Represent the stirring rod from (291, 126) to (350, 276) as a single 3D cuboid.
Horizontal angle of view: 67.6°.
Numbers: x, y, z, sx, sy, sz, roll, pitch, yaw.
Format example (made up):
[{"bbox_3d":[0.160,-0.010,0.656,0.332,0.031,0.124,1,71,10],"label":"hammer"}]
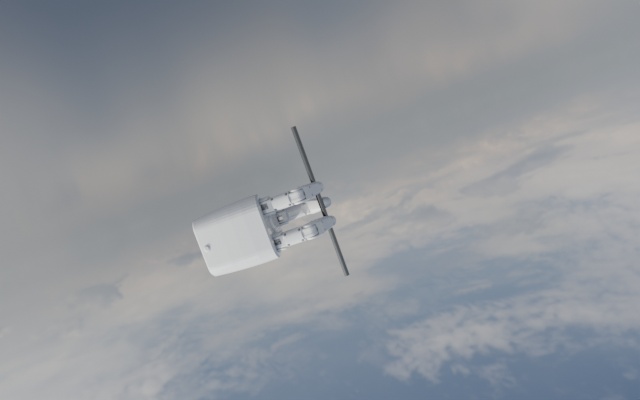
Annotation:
[{"bbox_3d":[0.000,0.002,0.725,0.011,0.239,0.011,-20,5,2],"label":"stirring rod"}]
